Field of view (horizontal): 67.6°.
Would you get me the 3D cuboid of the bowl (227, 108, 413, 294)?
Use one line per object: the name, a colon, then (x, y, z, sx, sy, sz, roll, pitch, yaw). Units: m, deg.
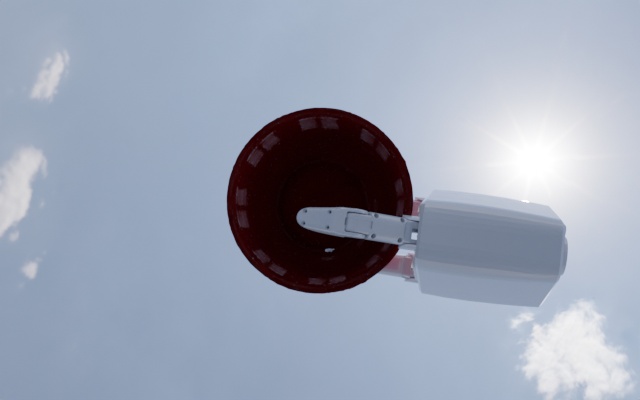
bowl: (-0.001, 0.001, 0.435, 0.162, 0.162, 0.055, 0, -7, 4)
